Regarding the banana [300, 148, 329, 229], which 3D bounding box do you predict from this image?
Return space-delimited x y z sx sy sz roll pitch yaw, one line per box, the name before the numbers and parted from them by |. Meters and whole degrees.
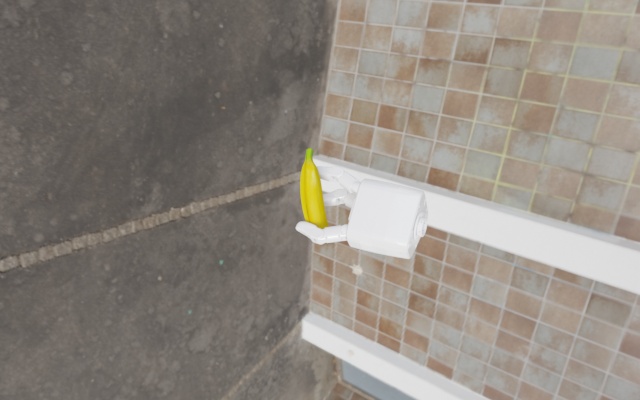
banana | -0.007 0.010 0.846 0.037 0.198 0.069 6 35 20
